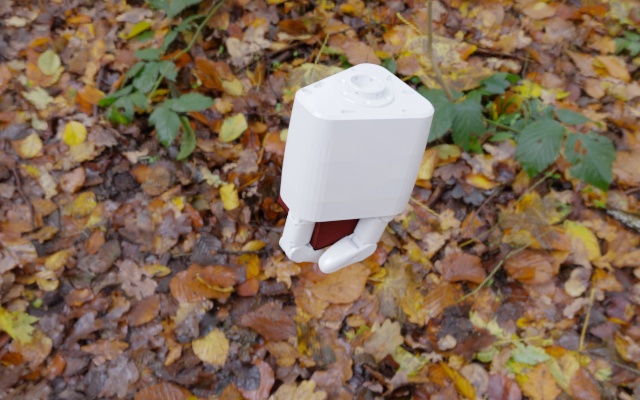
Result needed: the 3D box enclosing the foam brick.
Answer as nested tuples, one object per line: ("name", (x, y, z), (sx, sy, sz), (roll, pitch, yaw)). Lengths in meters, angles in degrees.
("foam brick", (0.000, 0.001, 0.482), (0.053, 0.051, 0.078), (-17, 48, -29))
